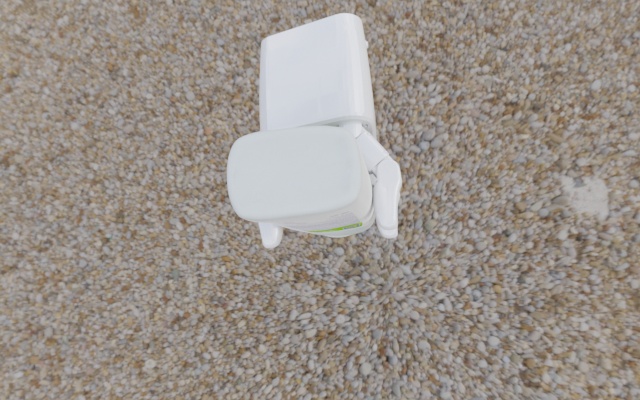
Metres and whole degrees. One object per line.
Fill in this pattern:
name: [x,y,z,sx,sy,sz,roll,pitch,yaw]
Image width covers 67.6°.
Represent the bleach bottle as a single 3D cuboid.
bleach bottle: [0.000,0.002,0.458,0.102,0.068,0.251,-6,-11,7]
